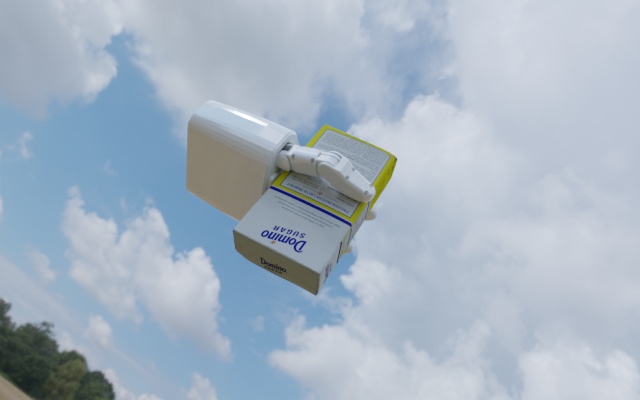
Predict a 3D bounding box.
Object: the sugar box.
[{"bbox_3d":[0.000,0.002,0.483,0.093,0.176,0.048,26,-36,16],"label":"sugar box"}]
